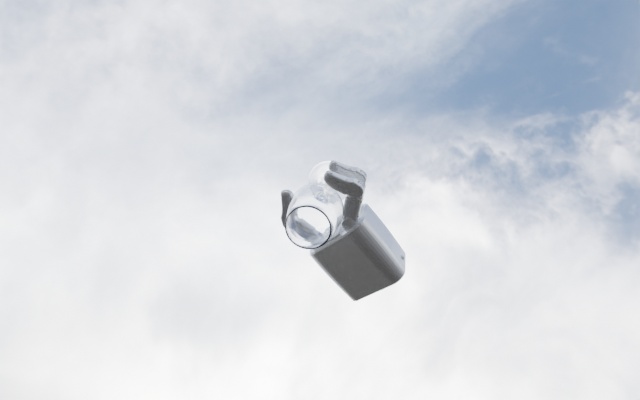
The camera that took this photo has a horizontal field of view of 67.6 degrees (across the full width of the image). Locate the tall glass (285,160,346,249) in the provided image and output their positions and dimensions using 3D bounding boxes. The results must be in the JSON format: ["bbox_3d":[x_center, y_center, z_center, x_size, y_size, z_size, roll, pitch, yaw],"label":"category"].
[{"bbox_3d":[0.000,0.002,0.708,0.079,0.079,0.201,0,20,10],"label":"tall glass"}]
